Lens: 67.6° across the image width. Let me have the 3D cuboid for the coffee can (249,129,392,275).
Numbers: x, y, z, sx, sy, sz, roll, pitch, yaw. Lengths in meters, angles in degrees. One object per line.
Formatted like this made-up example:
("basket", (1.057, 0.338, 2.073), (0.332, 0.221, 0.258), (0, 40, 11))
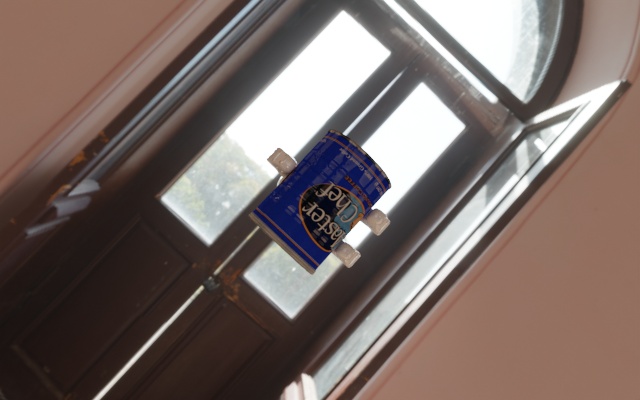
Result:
("coffee can", (0.000, 0.002, 0.565), (0.103, 0.140, 0.103), (42, -6, 5))
